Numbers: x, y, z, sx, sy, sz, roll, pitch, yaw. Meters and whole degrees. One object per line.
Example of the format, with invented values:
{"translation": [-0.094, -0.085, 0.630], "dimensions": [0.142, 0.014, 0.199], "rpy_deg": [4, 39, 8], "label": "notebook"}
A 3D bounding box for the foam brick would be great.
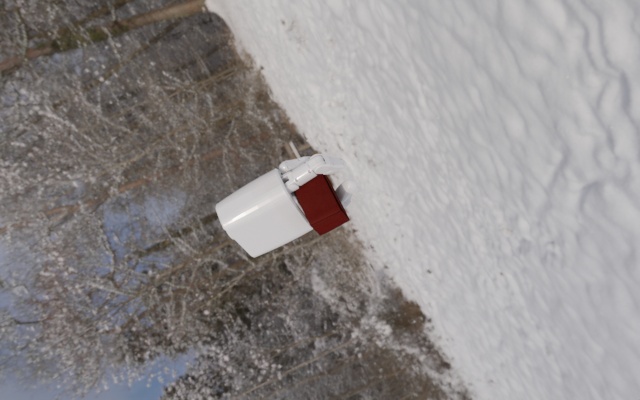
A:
{"translation": [0.000, 0.002, 0.692], "dimensions": [0.051, 0.078, 0.053], "rpy_deg": [-28, -26, 4], "label": "foam brick"}
